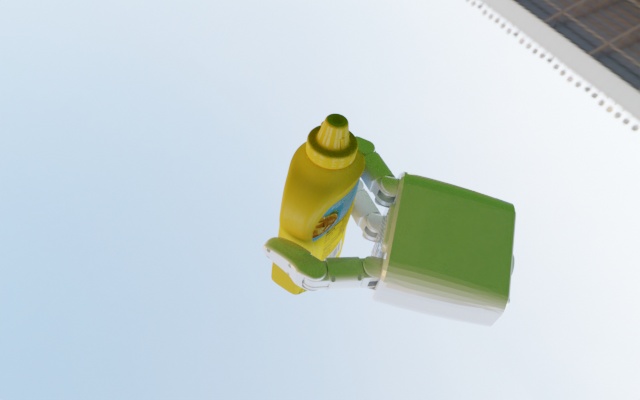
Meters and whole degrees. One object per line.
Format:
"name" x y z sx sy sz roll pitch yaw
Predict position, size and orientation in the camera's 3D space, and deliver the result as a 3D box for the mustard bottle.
"mustard bottle" 0.000 0.001 0.430 0.058 0.192 0.096 32 52 16
